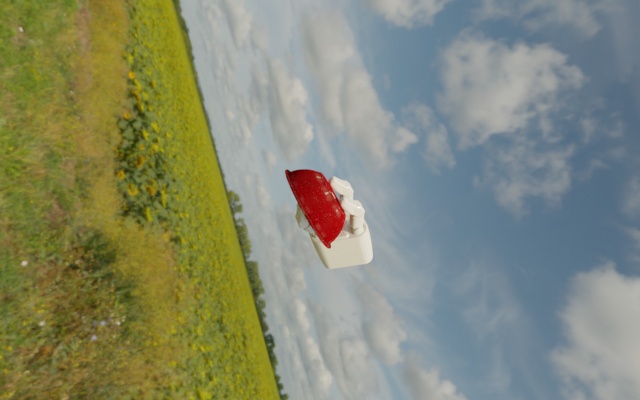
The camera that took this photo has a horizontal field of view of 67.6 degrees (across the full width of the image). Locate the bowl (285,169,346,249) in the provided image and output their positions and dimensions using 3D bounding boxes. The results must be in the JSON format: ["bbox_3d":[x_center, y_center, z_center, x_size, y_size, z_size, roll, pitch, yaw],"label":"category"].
[{"bbox_3d":[0.000,0.002,0.847,0.055,0.162,0.162,-29,-3,6],"label":"bowl"}]
